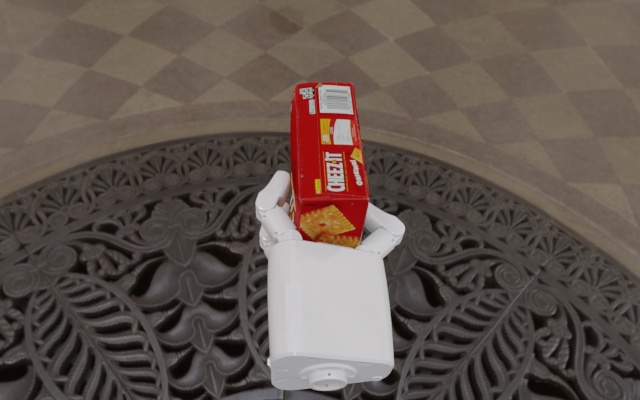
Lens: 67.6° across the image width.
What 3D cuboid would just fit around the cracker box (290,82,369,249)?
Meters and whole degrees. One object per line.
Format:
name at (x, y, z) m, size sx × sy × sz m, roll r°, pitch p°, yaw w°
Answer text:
cracker box at (0.000, 0.002, 0.540) m, size 0.072 × 0.164 × 0.214 m, roll 0°, pitch -38°, yaw -5°
